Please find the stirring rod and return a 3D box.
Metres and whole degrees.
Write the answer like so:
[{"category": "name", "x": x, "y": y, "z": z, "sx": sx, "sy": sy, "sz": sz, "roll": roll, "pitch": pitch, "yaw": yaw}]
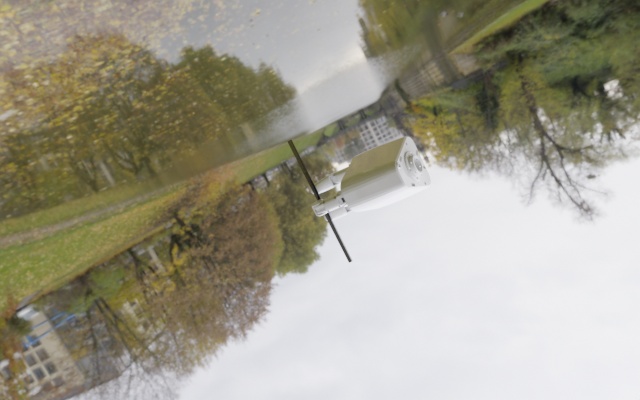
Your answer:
[{"category": "stirring rod", "x": 0.000, "y": 0.003, "z": 0.840, "sx": 0.011, "sy": 0.239, "sz": 0.011, "roll": -26, "pitch": 7, "yaw": 3}]
